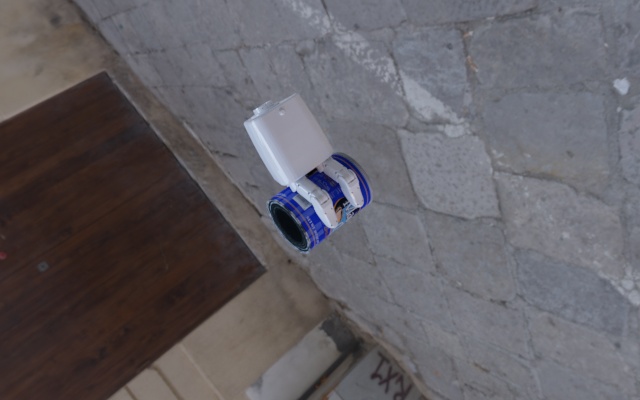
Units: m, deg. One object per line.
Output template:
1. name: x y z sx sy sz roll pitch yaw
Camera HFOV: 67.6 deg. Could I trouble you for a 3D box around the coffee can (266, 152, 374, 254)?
1. coffee can: 0.000 0.003 0.762 0.140 0.103 0.103 -37 17 -23
